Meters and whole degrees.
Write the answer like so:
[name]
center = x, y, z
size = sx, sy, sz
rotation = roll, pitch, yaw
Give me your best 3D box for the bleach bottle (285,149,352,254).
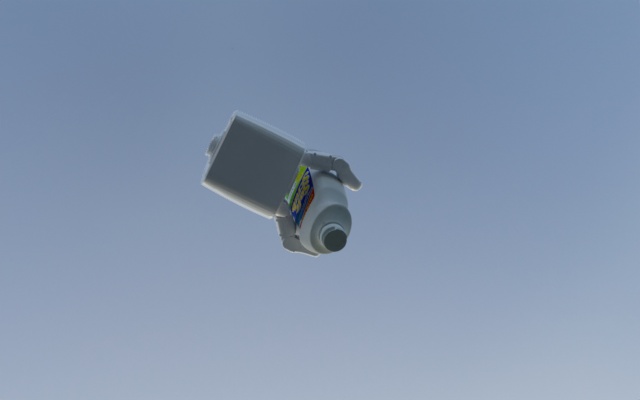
[bleach bottle]
center = 0.000, 0.002, 0.670
size = 0.068, 0.102, 0.250
rotation = 26, 11, -17
